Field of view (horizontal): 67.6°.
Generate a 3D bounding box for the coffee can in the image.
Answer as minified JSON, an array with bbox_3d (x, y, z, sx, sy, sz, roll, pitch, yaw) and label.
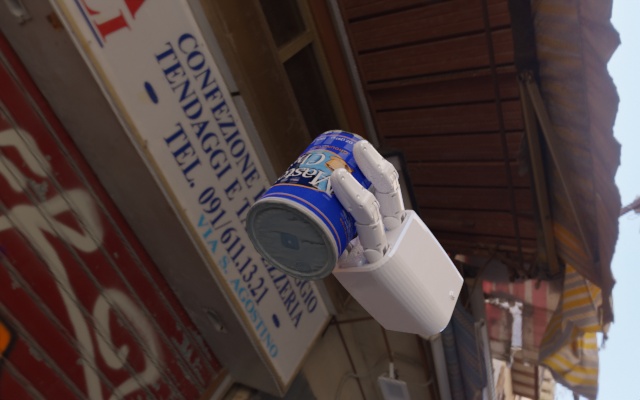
[{"bbox_3d":[0.000,0.002,0.518,0.103,0.103,0.140,0,35,34],"label":"coffee can"}]
